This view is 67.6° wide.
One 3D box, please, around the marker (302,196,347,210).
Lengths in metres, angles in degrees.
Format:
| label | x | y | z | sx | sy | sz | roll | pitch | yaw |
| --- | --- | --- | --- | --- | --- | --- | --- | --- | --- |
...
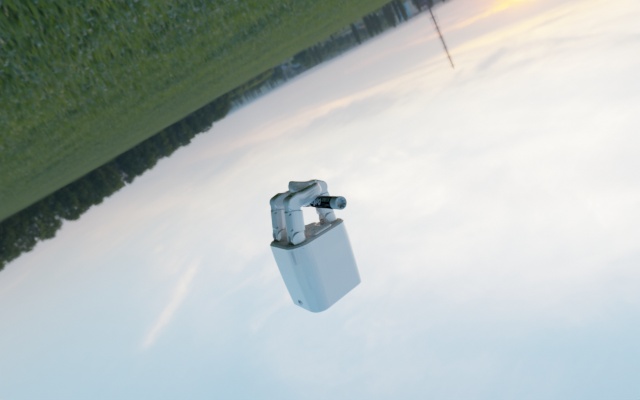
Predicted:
| label | x | y | z | sx | sy | sz | roll | pitch | yaw |
| --- | --- | --- | --- | --- | --- | --- | --- | --- | --- |
| marker | 0.000 | 0.002 | 0.683 | 0.020 | 0.020 | 0.121 | 0 | 1 | -27 |
